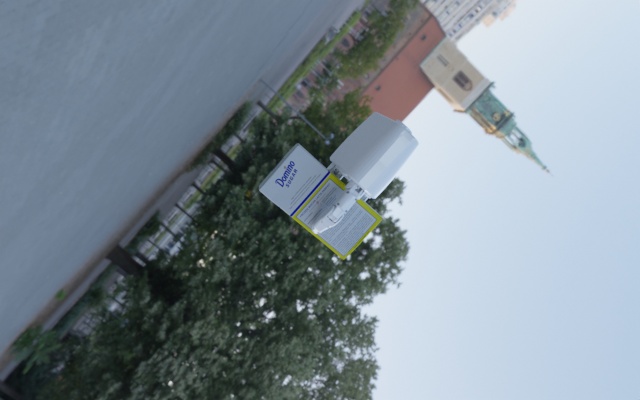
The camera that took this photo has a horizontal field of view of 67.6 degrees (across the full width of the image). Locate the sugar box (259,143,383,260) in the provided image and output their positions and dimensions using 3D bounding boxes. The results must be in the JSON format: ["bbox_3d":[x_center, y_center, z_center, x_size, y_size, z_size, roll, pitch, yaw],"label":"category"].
[{"bbox_3d":[0.000,0.002,0.742,0.176,0.093,0.048,42,4,-11],"label":"sugar box"}]
